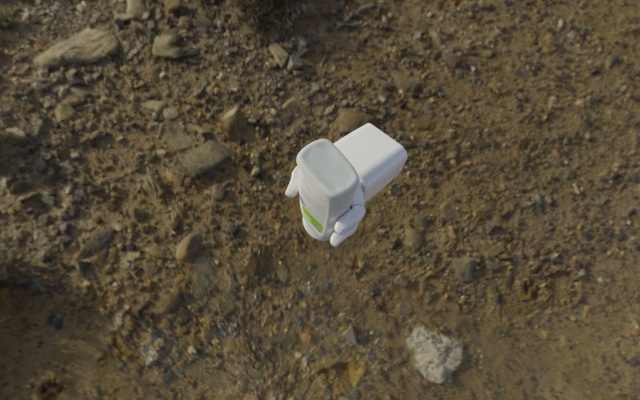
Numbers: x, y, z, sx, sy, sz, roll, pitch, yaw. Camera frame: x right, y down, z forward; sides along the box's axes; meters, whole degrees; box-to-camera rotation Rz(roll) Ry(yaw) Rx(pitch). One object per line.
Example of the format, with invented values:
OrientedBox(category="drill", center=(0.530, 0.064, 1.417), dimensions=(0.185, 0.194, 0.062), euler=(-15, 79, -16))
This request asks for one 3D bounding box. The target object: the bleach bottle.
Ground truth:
OrientedBox(category="bleach bottle", center=(0.000, 0.003, 0.823), dimensions=(0.068, 0.102, 0.251), euler=(-34, -16, -20))
